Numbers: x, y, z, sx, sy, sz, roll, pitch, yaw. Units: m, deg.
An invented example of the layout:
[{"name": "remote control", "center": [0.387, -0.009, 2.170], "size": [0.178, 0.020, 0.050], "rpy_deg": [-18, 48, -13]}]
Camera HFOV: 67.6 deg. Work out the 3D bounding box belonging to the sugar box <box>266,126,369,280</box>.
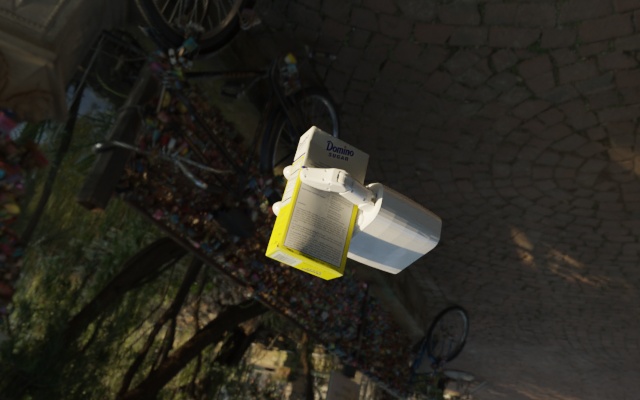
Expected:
[{"name": "sugar box", "center": [0.000, 0.002, 0.614], "size": [0.093, 0.176, 0.048], "rpy_deg": [25, -29, -20]}]
